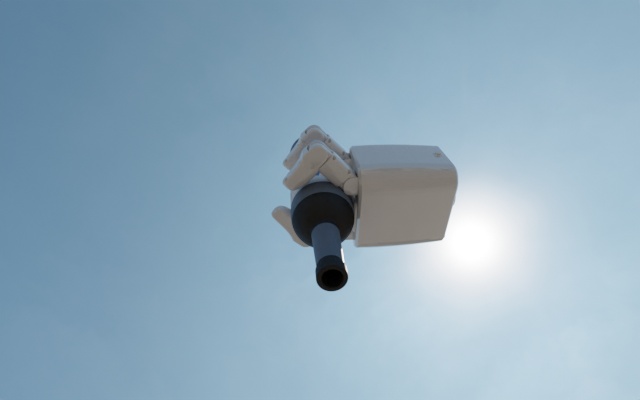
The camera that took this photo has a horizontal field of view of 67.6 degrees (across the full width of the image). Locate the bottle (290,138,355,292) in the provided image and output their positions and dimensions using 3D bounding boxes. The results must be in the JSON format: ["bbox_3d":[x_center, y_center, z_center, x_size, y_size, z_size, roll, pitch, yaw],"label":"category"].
[{"bbox_3d":[0.000,0.002,0.531,0.069,0.069,0.295,0,26,-4],"label":"bottle"}]
